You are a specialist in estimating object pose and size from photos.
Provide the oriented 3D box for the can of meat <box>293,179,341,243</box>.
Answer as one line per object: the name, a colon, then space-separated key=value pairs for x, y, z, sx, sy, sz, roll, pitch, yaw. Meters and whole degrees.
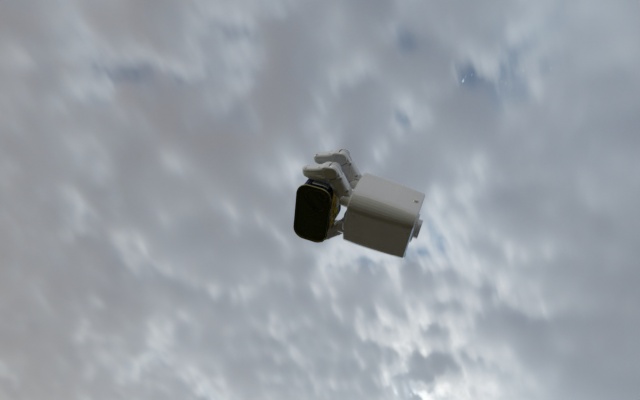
can of meat: x=0.000 y=0.002 z=0.777 sx=0.057 sy=0.102 sz=0.084 roll=16 pitch=34 yaw=14
